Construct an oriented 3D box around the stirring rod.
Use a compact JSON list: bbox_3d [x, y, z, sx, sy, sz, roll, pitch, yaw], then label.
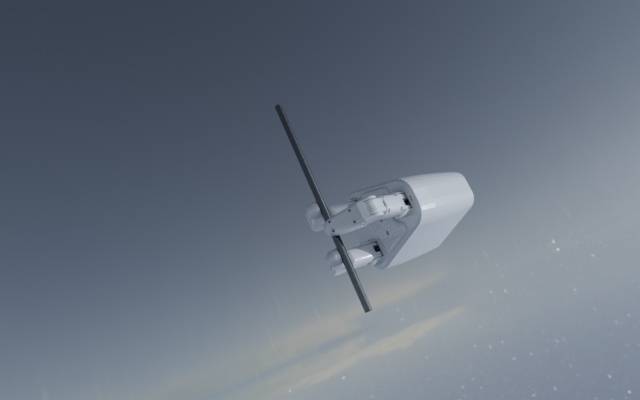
[{"bbox_3d":[0.000,0.001,0.494,0.011,0.239,0.011,-22,-16,-7],"label":"stirring rod"}]
